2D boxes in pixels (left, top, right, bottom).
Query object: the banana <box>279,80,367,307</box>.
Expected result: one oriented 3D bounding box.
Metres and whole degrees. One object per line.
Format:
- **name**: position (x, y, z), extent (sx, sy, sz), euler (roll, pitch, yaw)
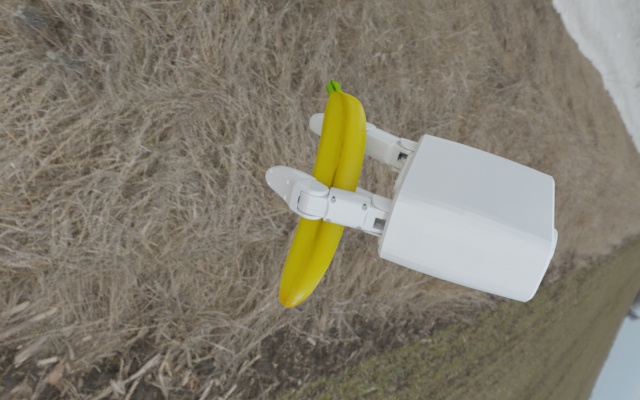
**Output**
- **banana**: position (0.004, -0.001, 0.384), extent (0.037, 0.198, 0.069), euler (14, 2, -9)
